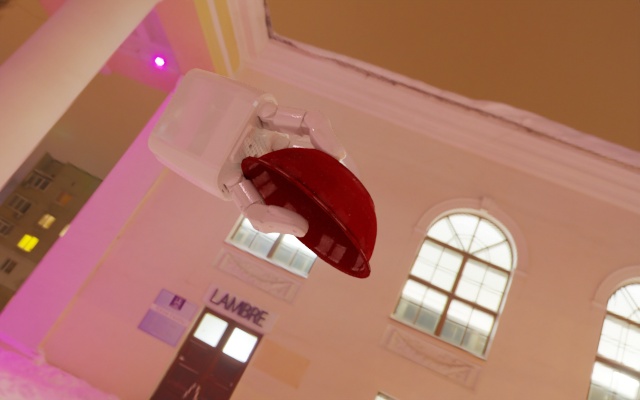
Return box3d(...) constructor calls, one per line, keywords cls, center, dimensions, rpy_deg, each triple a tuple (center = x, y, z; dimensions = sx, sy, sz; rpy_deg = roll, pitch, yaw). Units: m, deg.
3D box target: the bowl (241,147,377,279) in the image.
box3d(cls="bowl", center=(0.001, 0.002, 0.461), dimensions=(0.055, 0.162, 0.162), rpy_deg=(-47, 17, -17))
